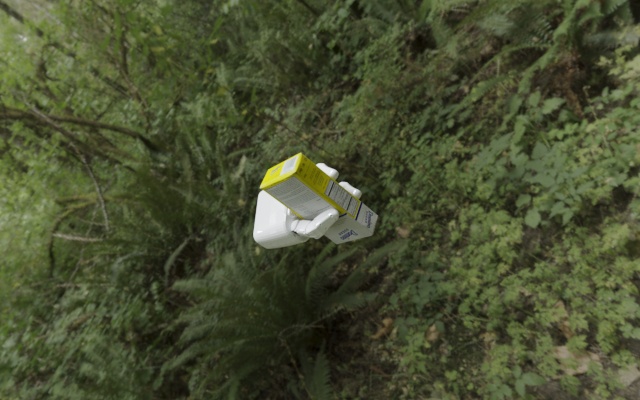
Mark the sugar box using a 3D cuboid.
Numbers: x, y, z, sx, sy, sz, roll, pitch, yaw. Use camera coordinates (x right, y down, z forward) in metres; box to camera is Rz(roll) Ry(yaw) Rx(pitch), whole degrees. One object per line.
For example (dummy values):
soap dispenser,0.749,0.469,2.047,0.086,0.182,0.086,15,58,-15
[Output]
sugar box,0.000,0.002,0.770,0.176,0.048,0.093,36,-34,-27
